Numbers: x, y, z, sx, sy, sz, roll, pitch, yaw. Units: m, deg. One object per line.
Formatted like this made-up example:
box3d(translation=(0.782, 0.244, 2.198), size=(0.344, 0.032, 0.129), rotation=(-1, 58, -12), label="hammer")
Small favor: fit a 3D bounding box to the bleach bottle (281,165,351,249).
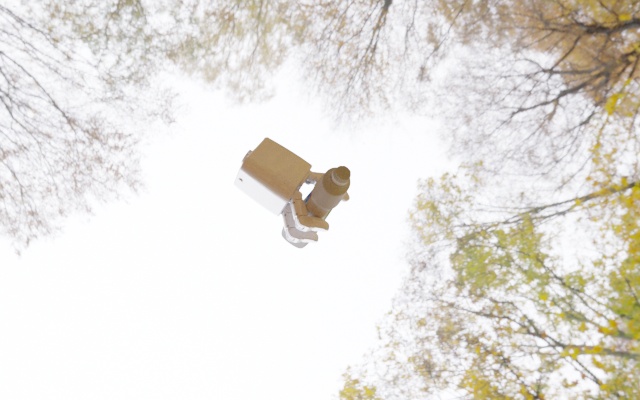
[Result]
box3d(translation=(0.000, 0.003, 0.895), size=(0.068, 0.102, 0.251), rotation=(35, -33, -2), label="bleach bottle")
